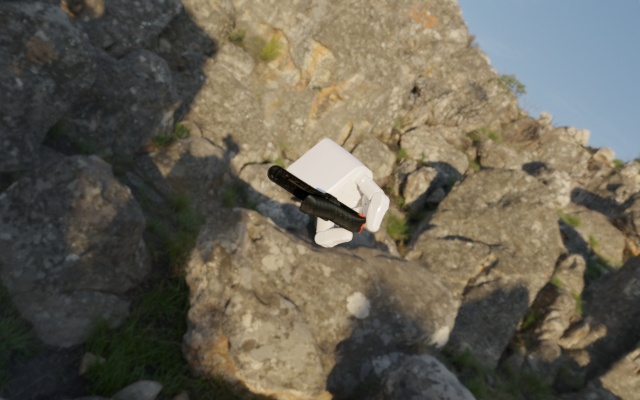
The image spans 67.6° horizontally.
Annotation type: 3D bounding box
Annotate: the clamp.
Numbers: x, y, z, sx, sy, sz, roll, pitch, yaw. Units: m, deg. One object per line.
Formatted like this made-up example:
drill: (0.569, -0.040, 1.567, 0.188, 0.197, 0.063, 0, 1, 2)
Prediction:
clamp: (0.001, 0.002, 0.693, 0.171, 0.039, 0.120, 29, 15, -48)
